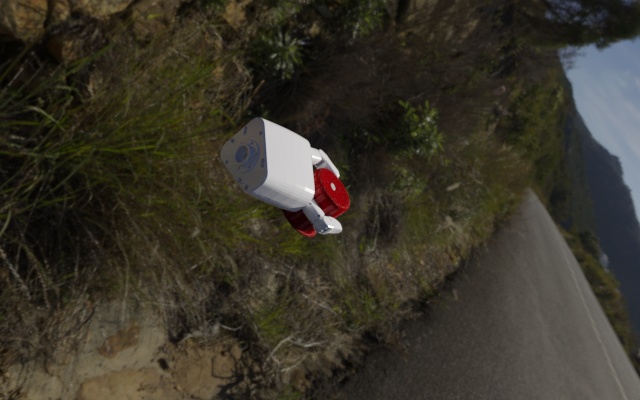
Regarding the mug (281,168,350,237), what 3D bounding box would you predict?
[{"bbox_3d":[0.001,0.003,0.792,0.081,0.093,0.117,-34,-29,24],"label":"mug"}]
